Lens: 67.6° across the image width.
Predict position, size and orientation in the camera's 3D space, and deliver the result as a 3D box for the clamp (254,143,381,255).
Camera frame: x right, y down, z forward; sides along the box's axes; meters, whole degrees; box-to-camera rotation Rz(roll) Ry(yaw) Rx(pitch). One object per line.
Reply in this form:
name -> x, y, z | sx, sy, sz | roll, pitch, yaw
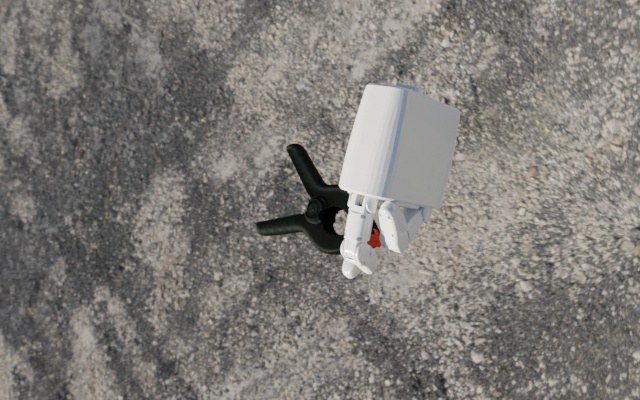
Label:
clamp -> 0.000, 0.002, 0.550 | 0.171, 0.120, 0.039 | 16, 6, 34
